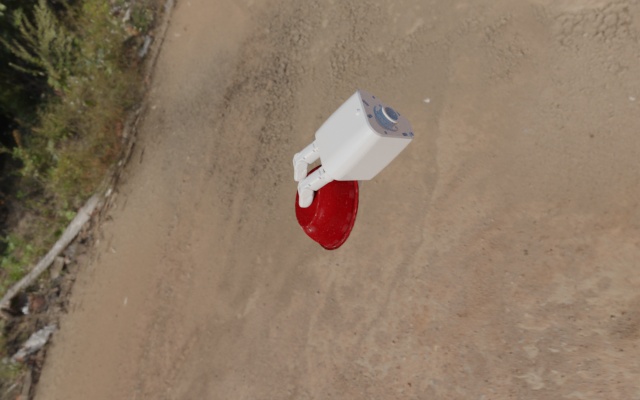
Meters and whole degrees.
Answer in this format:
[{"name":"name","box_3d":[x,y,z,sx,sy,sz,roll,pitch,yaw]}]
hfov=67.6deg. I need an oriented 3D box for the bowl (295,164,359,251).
[{"name":"bowl","box_3d":[-0.001,0.004,0.813,0.055,0.162,0.162,7,-3,-27]}]
